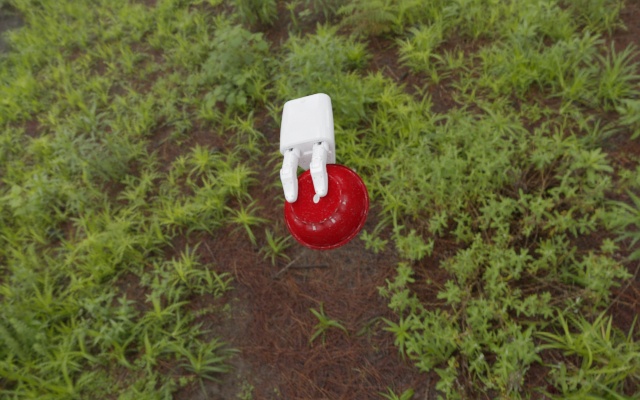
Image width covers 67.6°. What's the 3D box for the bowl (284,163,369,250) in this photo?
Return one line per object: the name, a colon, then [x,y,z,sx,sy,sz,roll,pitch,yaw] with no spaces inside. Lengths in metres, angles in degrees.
bowl: [0.000,0.004,0.828,0.162,0.162,0.055,0,-16,21]
